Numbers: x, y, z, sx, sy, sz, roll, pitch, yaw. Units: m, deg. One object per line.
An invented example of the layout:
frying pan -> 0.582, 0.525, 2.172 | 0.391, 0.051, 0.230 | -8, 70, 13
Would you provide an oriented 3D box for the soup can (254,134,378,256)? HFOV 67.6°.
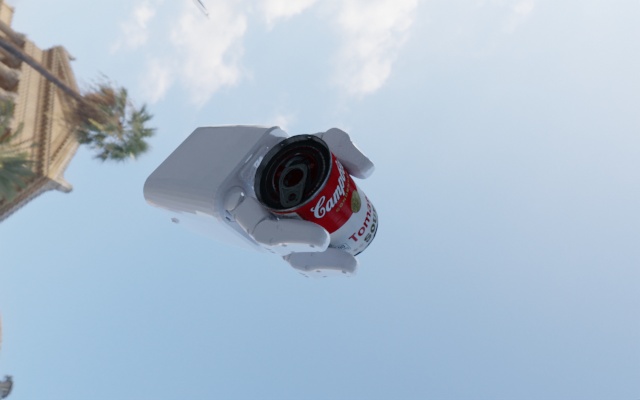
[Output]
soup can -> 0.001, 0.001, 0.400 | 0.068, 0.068, 0.102 | 0, -28, 30
